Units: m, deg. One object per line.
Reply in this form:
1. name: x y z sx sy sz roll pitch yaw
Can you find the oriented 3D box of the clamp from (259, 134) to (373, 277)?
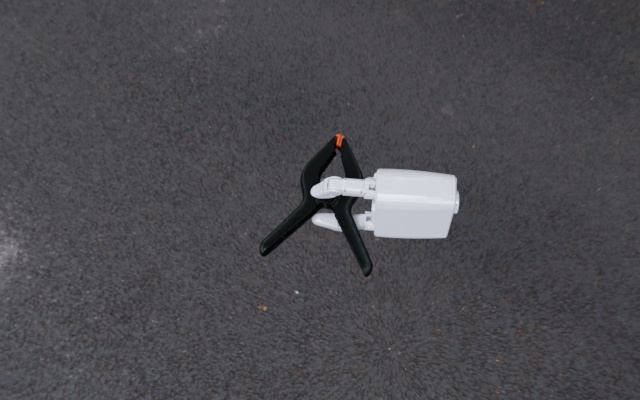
1. clamp: 0.000 0.002 0.704 0.164 0.210 0.036 4 -16 6
